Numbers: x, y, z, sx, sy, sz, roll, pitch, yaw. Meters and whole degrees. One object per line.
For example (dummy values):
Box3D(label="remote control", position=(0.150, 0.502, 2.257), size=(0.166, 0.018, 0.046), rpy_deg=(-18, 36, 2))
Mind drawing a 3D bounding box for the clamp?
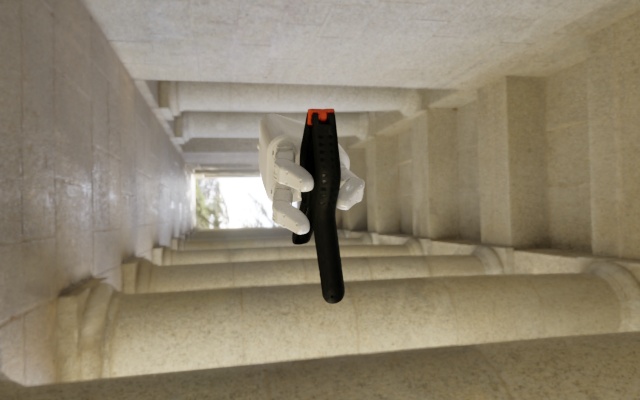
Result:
Box3D(label="clamp", position=(0.001, 0.001, 0.554), size=(0.036, 0.210, 0.164), rpy_deg=(-5, 29, -17))
